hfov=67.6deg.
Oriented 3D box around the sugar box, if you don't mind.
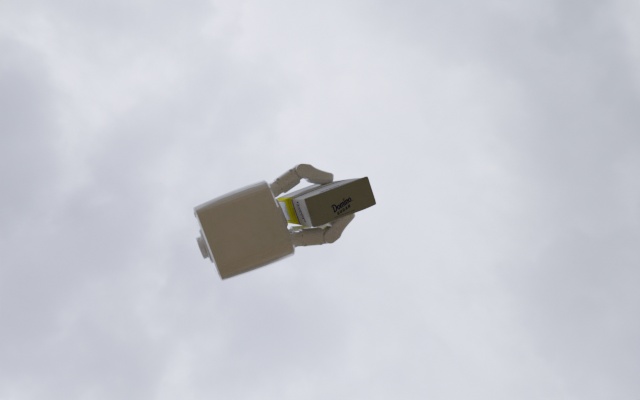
[{"bbox_3d":[0.000,0.003,0.680,0.093,0.048,0.176,-20,8,-16],"label":"sugar box"}]
